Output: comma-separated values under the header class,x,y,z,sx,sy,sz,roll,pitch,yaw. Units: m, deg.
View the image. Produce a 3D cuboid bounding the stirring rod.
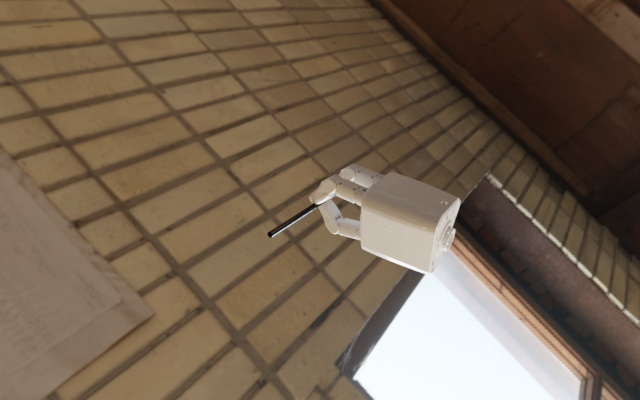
class,x,y,z,sx,sy,sz,roll,pitch,yaw
stirring rod,0.000,0.002,0.701,0.011,0.011,0.239,0,20,35
